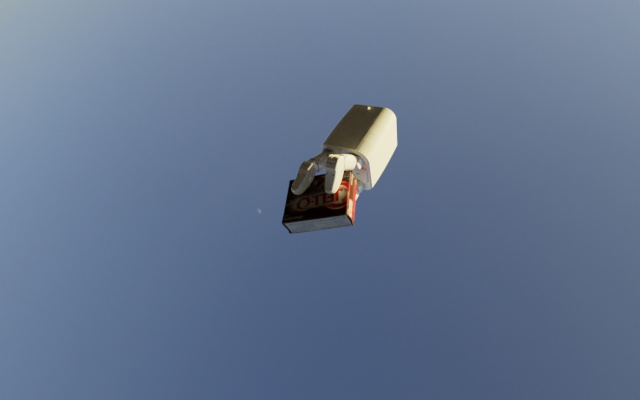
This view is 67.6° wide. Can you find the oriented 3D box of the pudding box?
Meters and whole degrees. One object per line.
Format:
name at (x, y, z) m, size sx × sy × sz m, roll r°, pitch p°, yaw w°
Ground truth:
pudding box at (0.000, 0.003, 0.767) m, size 0.113 × 0.090 × 0.039 m, roll -11°, pitch -42°, yaw 22°
